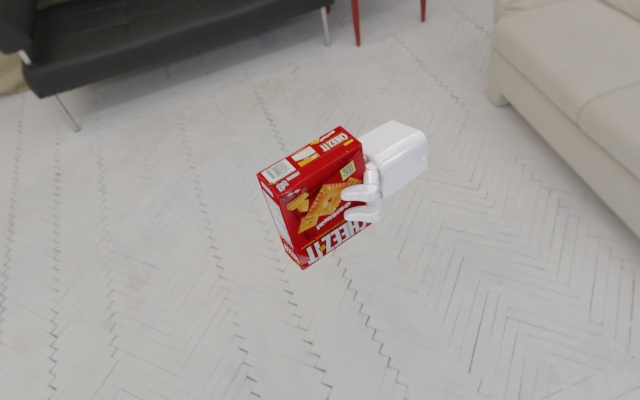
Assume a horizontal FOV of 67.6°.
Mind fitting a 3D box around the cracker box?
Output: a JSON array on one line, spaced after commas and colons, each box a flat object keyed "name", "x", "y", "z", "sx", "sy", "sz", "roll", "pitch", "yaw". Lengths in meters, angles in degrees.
[{"name": "cracker box", "x": 0.000, "y": 0.002, "z": 0.816, "sx": 0.164, "sy": 0.214, "sz": 0.072, "roll": -32, "pitch": 51, "yaw": -15}]
